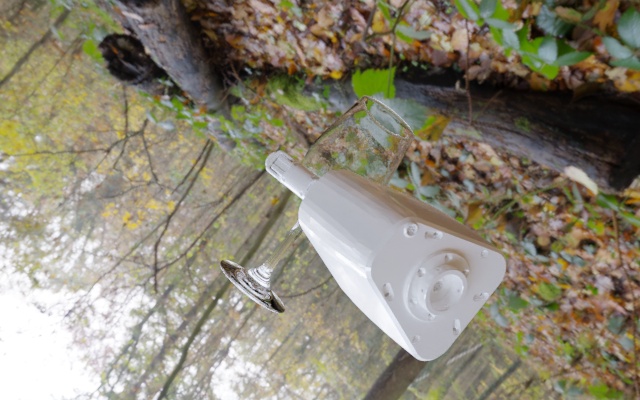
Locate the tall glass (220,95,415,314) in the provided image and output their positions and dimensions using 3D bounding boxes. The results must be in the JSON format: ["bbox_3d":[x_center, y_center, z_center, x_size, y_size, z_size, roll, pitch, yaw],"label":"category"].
[{"bbox_3d":[0.000,0.002,0.437,0.079,0.201,0.079,39,-1,1],"label":"tall glass"}]
